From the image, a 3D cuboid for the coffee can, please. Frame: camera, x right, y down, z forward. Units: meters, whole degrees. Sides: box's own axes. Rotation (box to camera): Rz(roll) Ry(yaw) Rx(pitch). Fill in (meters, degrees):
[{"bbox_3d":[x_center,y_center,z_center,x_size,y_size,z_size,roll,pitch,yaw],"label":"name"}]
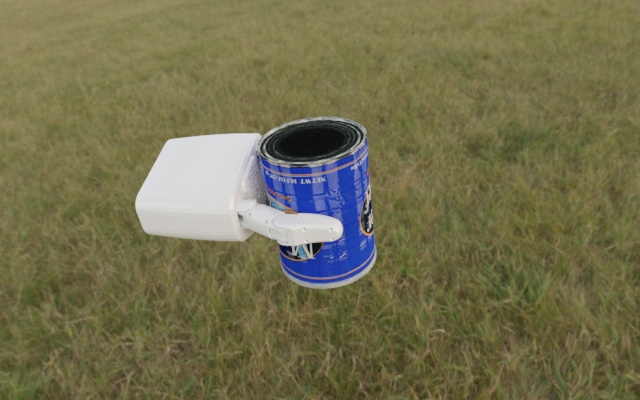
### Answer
[{"bbox_3d":[0.000,0.002,0.476,0.103,0.140,0.102,-6,31,4],"label":"coffee can"}]
